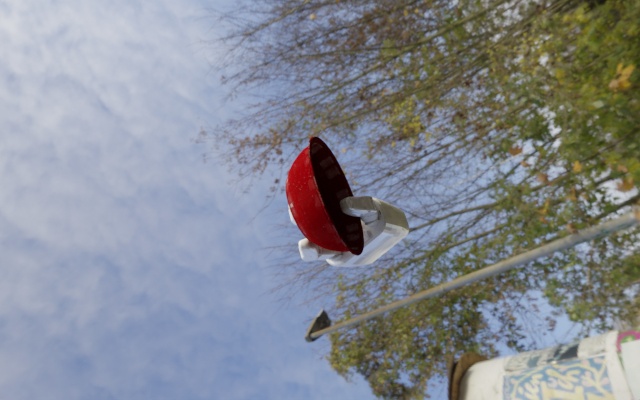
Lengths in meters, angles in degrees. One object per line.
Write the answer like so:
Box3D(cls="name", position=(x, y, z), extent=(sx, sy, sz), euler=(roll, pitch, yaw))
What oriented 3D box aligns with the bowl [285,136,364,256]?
Box3D(cls="bowl", position=(-0.001, 0.002, 0.615), extent=(0.055, 0.162, 0.162), euler=(-21, -6, 16))
